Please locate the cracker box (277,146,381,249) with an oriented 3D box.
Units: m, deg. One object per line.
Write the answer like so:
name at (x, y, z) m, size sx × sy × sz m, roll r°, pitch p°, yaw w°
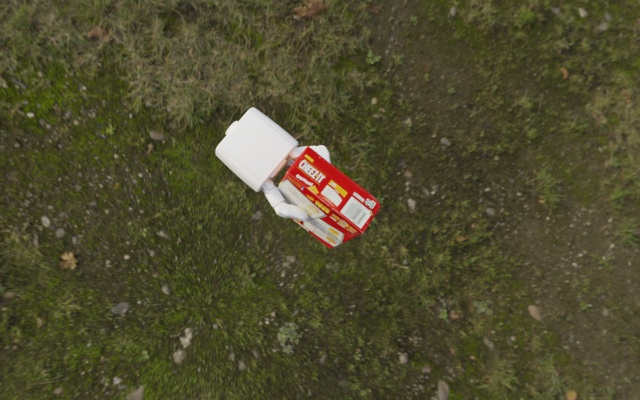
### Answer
cracker box at (0.000, 0.003, 0.888) m, size 0.164 × 0.072 × 0.214 m, roll 38°, pitch -18°, yaw -3°
